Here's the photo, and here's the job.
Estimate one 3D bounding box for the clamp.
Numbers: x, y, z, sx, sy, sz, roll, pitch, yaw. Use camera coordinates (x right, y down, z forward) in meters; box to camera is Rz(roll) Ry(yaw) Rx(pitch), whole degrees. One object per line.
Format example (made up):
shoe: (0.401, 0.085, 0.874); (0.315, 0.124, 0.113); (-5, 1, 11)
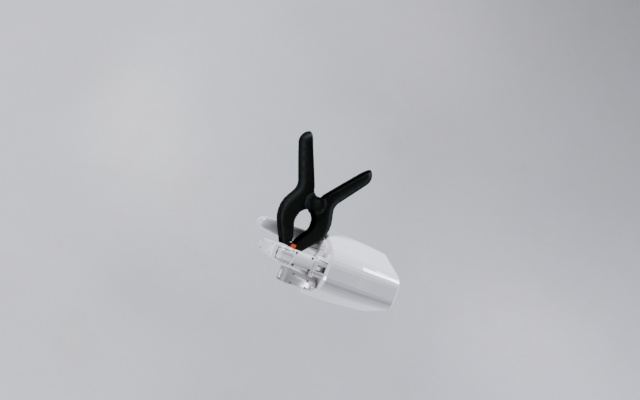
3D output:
clamp: (0.000, 0.002, 0.667); (0.120, 0.171, 0.039); (21, -2, -14)
